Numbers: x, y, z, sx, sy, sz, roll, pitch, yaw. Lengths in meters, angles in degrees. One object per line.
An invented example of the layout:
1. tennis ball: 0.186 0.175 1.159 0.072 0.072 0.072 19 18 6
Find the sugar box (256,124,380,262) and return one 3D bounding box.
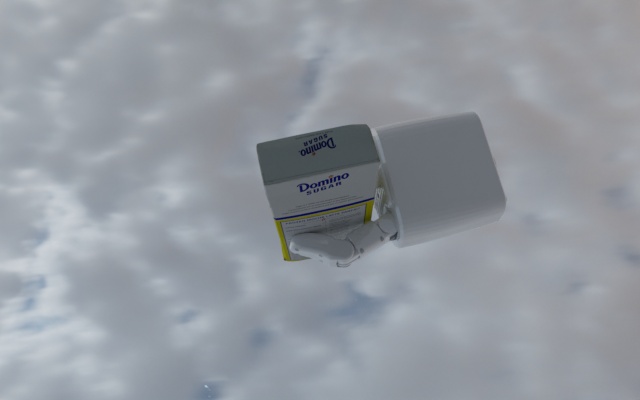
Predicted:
1. sugar box: 0.000 0.001 0.443 0.093 0.048 0.176 -12 -29 -5
